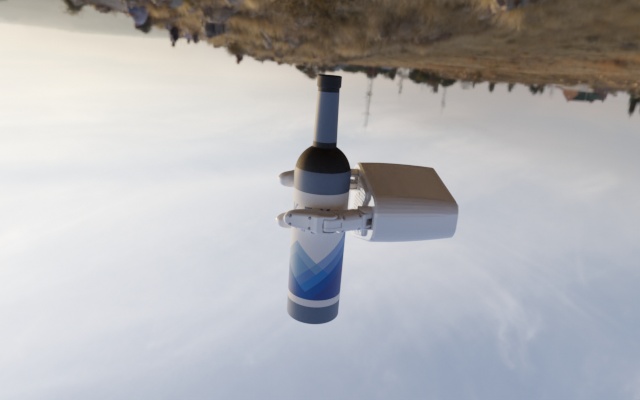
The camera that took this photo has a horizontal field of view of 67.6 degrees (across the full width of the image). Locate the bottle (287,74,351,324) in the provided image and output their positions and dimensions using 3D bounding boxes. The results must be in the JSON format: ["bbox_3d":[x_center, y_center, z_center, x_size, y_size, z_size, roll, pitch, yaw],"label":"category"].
[{"bbox_3d":[0.000,0.002,0.571,0.069,0.296,0.069,4,17,-1],"label":"bottle"}]
